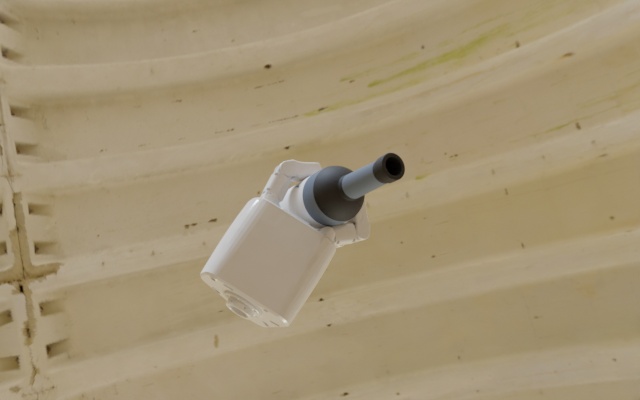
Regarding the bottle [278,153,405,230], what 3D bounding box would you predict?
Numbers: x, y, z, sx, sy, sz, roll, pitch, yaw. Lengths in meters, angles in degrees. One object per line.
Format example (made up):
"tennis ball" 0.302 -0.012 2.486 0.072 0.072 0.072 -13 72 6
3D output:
"bottle" 0.000 0.002 0.575 0.069 0.069 0.296 0 -14 -29
